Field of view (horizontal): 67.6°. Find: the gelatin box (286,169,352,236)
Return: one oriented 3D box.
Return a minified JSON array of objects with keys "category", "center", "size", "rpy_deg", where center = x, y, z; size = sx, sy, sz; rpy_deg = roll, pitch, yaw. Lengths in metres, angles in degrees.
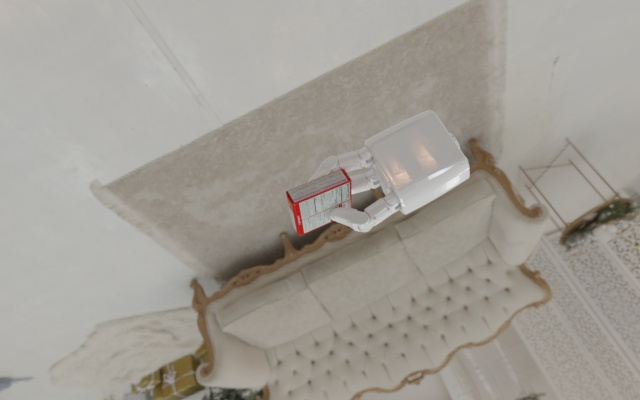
[{"category":"gelatin box","center":[0.000,0.003,0.667],"size":[0.089,0.030,0.073],"rpy_deg":[-24,-37,-13]}]
